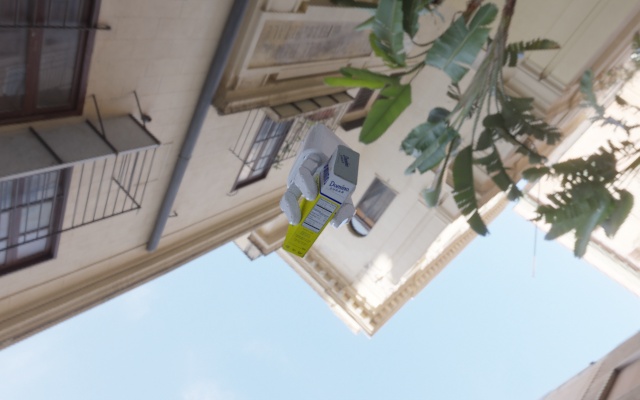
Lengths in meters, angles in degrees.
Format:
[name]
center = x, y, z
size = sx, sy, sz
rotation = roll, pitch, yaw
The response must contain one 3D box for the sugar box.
[sugar box]
center = 0.000, 0.002, 0.767
size = 0.048, 0.176, 0.093
rotation = 25, 35, -10
